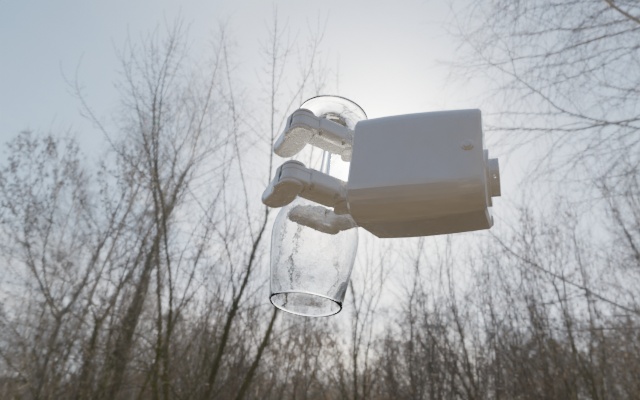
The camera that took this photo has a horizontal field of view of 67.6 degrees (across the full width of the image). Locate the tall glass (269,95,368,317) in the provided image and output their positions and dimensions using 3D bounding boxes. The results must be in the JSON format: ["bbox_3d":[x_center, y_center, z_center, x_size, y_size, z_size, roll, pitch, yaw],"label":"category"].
[{"bbox_3d":[0.000,0.001,0.444,0.079,0.201,0.079,7,-30,4],"label":"tall glass"}]
